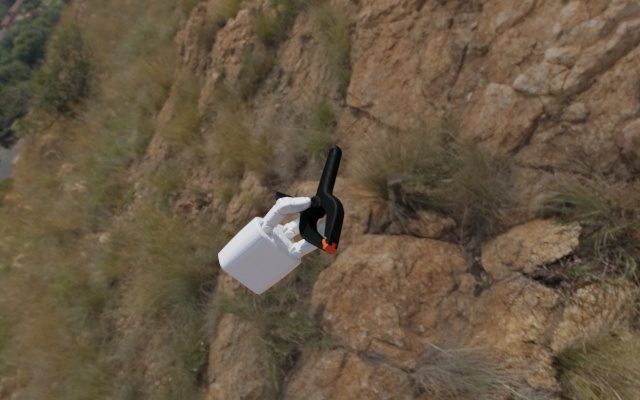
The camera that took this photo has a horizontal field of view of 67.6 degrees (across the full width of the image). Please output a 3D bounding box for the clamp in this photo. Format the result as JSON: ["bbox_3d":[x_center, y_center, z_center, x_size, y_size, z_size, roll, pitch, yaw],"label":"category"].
[{"bbox_3d":[0.000,0.003,0.855,0.036,0.164,0.209,33,21,-40],"label":"clamp"}]
